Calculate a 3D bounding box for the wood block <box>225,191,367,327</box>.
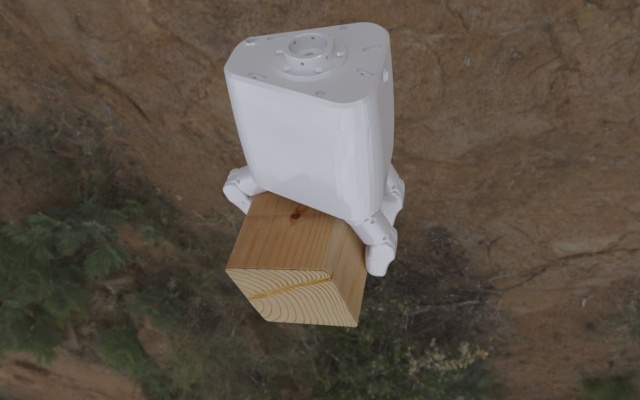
[{"bbox_3d":[0.000,0.001,0.448,0.091,0.206,0.090,-2,-41,23],"label":"wood block"}]
